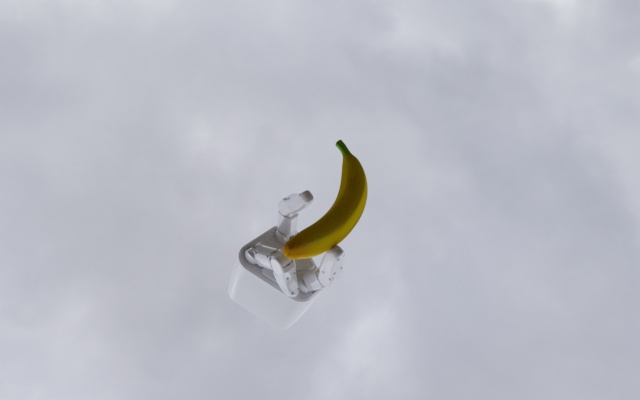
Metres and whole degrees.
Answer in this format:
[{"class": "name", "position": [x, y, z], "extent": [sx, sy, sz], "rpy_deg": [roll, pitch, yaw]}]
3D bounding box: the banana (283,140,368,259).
[{"class": "banana", "position": [0.018, 0.008, 0.582], "extent": [0.069, 0.197, 0.037], "rpy_deg": [27, -42, -2]}]
